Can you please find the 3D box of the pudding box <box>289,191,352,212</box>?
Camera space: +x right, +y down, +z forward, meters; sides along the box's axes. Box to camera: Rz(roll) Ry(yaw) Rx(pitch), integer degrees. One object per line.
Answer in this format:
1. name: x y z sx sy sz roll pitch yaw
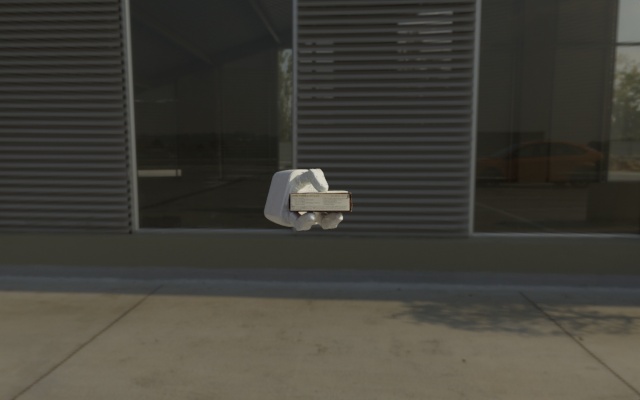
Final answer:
1. pudding box: 0.000 0.003 0.880 0.113 0.039 0.090 -2 2 2
